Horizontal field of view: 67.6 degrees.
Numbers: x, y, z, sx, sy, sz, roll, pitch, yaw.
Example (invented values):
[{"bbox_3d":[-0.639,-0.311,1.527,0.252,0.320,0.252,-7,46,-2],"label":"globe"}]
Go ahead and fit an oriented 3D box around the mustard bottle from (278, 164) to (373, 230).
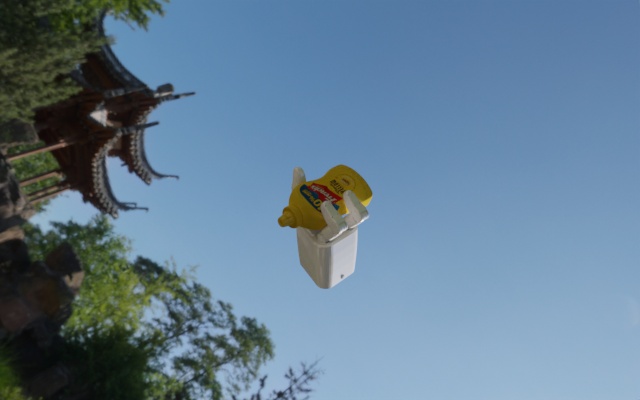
[{"bbox_3d":[0.000,0.002,0.865,0.191,0.096,0.058,-28,-25,-36],"label":"mustard bottle"}]
